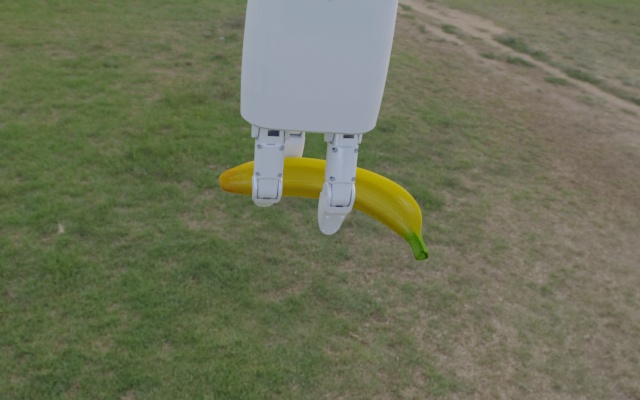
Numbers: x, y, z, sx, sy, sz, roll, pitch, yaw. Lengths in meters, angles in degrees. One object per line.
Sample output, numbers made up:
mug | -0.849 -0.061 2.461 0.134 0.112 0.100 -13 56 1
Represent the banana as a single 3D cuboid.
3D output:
banana | 0.009 -0.008 0.436 0.198 0.037 0.069 18 40 9
